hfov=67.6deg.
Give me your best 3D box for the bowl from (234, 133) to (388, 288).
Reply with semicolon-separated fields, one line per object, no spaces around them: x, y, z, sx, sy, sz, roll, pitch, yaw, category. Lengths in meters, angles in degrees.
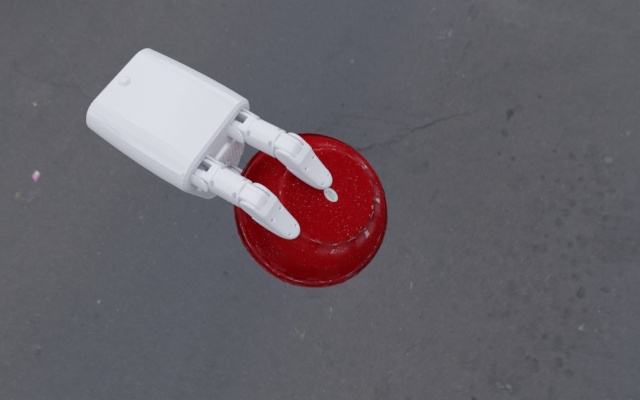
0.001;0.002;0.462;0.162;0.162;0.055;0;-13;-16;bowl
